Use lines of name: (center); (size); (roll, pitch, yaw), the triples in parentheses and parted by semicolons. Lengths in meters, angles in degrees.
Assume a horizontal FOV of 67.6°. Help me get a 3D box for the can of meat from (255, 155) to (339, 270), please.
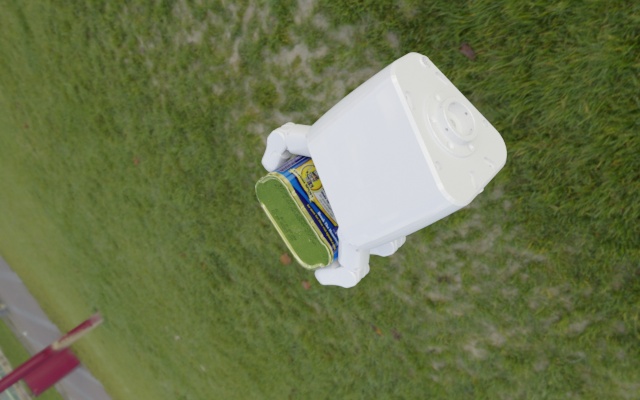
can of meat: (0.000, 0.002, 0.443); (0.084, 0.102, 0.057); (-37, 6, -38)
